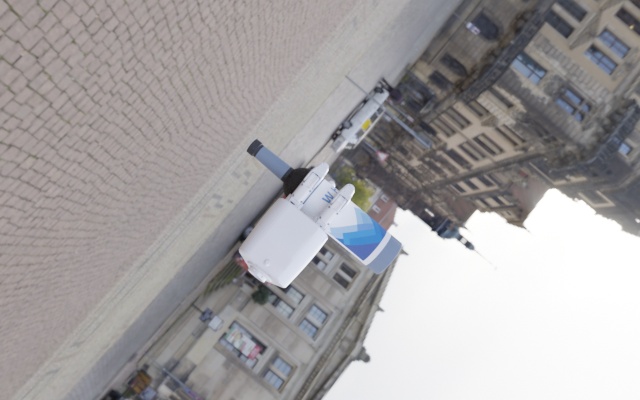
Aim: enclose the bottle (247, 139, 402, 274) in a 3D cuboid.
[{"bbox_3d":[0.000,0.003,0.787,0.296,0.069,0.069,40,-1,-1],"label":"bottle"}]
